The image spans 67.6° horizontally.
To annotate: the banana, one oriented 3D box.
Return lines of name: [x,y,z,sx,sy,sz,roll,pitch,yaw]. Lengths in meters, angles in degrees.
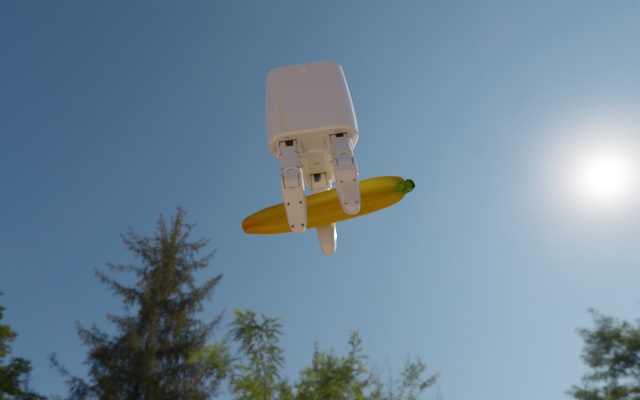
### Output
banana: [0.011,0.004,0.520,0.198,0.037,0.069,-16,-15,21]
